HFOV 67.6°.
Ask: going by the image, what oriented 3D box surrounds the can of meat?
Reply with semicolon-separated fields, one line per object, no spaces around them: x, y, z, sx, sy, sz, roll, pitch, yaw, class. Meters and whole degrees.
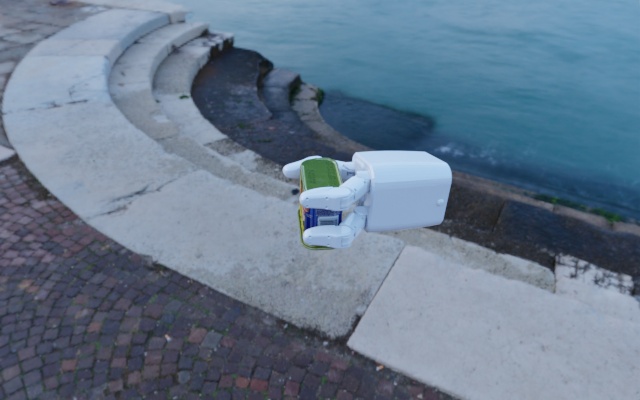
0.000;0.002;0.636;0.057;0.084;0.102;-2;34;-6;can of meat
